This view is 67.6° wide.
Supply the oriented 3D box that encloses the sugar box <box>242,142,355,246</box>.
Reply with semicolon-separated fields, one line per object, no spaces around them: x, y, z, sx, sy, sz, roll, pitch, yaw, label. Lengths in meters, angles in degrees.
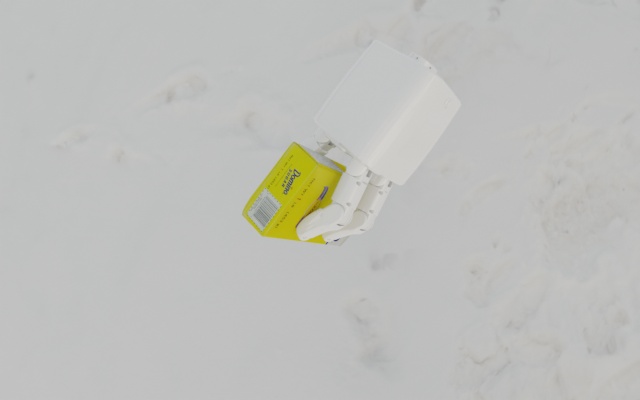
0.000;0.002;0.534;0.048;0.093;0.176;46;15;29;sugar box
